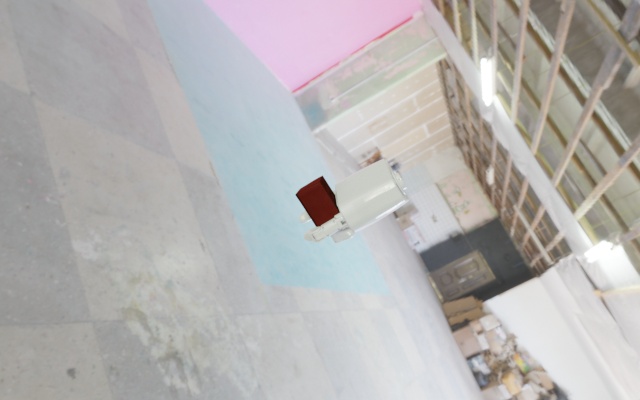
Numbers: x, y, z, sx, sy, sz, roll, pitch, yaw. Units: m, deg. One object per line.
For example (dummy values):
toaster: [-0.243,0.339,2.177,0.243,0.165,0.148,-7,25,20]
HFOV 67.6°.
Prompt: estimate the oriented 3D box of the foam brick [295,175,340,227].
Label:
foam brick: [0.000,0.003,0.859,0.051,0.078,0.053,-31,10,14]
